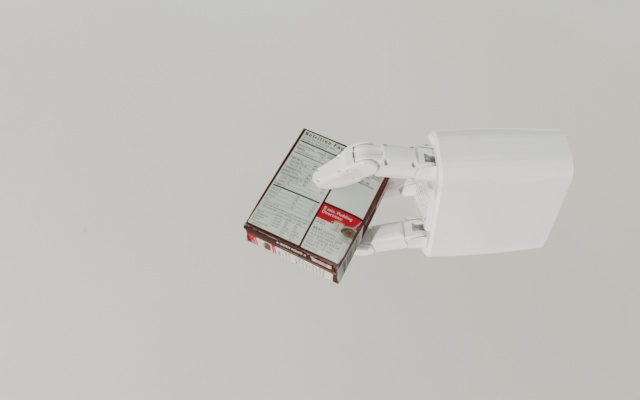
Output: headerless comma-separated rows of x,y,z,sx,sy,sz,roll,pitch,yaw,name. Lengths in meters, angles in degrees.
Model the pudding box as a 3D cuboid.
0.000,0.001,0.415,0.090,0.113,0.039,24,-27,13,pudding box
